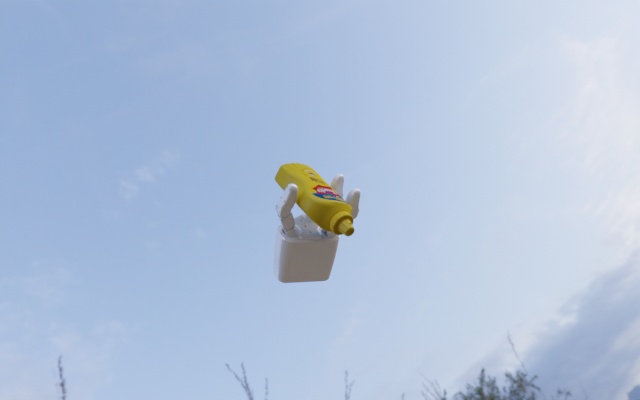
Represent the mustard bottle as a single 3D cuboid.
[{"bbox_3d":[0.000,0.002,0.841,0.096,0.058,0.191,14,23,-42],"label":"mustard bottle"}]
